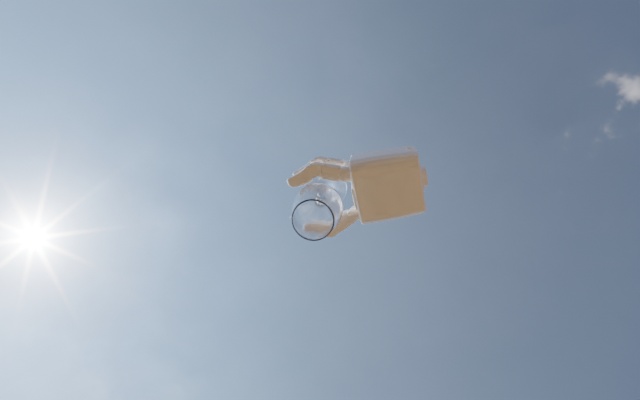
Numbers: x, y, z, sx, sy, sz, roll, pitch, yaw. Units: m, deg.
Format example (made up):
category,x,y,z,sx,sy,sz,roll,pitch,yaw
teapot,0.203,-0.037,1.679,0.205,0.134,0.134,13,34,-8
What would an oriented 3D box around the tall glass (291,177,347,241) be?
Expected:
category,x,y,z,sx,sy,sz,roll,pitch,yaw
tall glass,0.000,0.002,0.769,0.079,0.079,0.201,0,15,7
